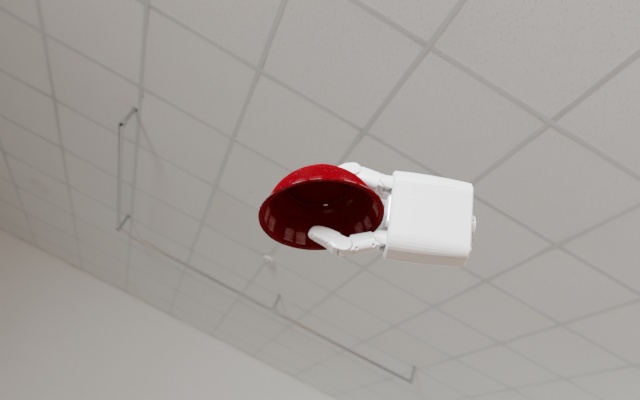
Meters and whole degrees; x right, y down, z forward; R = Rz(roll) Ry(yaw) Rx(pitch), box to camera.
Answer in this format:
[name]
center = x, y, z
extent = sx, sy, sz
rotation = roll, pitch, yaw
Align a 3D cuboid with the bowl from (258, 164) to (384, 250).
[bowl]
center = -0.001, 0.002, 0.625
extent = 0.162, 0.055, 0.162
rotation = -3, -36, -2
